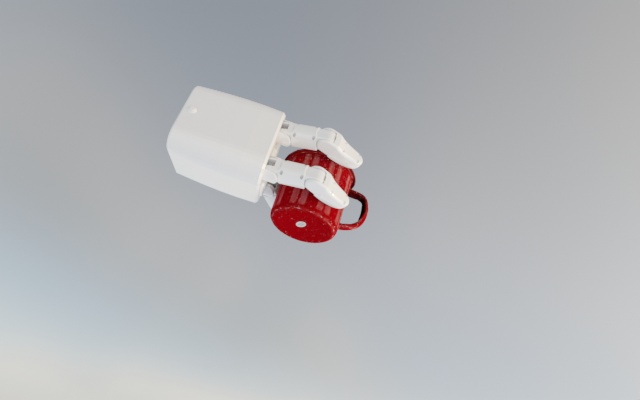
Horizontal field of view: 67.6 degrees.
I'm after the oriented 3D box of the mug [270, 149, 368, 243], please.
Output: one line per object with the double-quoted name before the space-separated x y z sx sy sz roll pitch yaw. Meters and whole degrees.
"mug" 0.001 0.003 0.576 0.117 0.081 0.093 19 -32 -2
